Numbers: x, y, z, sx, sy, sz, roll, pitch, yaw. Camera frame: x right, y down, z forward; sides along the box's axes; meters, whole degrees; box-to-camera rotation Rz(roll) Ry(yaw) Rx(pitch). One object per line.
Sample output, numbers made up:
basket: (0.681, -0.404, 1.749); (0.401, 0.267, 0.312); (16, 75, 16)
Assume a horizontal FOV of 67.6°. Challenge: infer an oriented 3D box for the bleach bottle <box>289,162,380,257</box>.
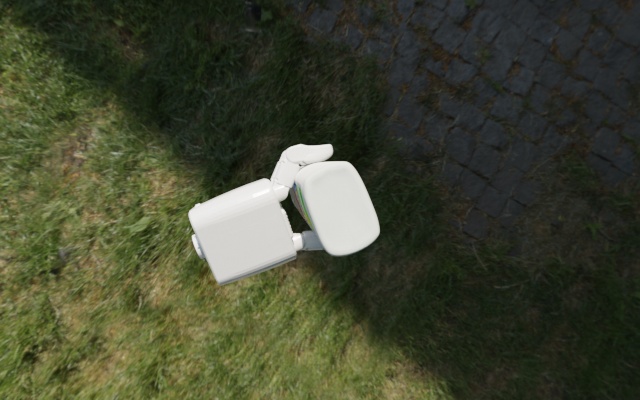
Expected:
bleach bottle: (0.000, 0.002, 0.623); (0.068, 0.102, 0.251); (-22, 6, -8)
